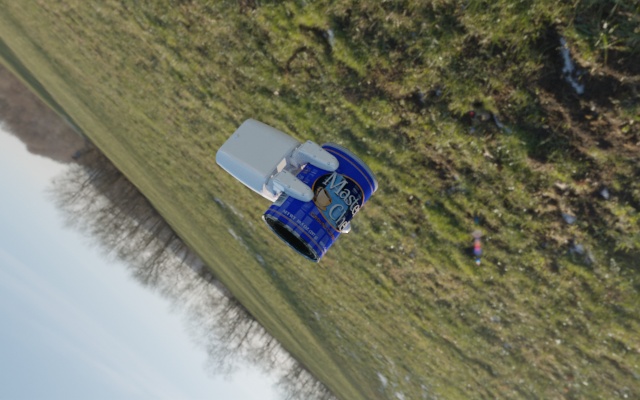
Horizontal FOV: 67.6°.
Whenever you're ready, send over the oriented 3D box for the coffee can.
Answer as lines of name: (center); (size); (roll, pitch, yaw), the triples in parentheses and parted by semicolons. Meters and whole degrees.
coffee can: (0.000, 0.002, 0.680); (0.103, 0.140, 0.103); (36, -16, 12)
